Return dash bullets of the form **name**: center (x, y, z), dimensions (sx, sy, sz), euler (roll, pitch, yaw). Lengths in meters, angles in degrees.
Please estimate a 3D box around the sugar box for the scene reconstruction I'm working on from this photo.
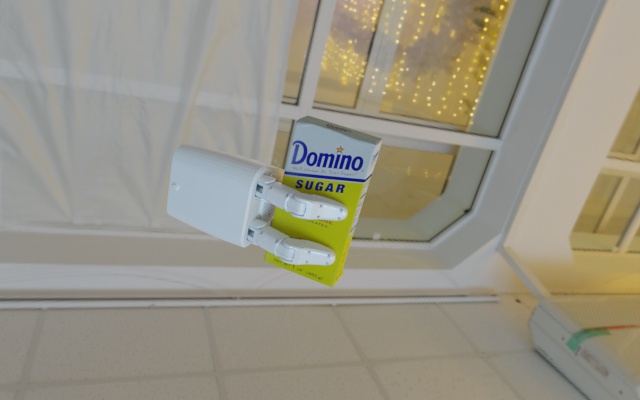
- **sugar box**: center (0.000, 0.002, 0.544), dimensions (0.093, 0.176, 0.048), euler (19, 23, 12)
